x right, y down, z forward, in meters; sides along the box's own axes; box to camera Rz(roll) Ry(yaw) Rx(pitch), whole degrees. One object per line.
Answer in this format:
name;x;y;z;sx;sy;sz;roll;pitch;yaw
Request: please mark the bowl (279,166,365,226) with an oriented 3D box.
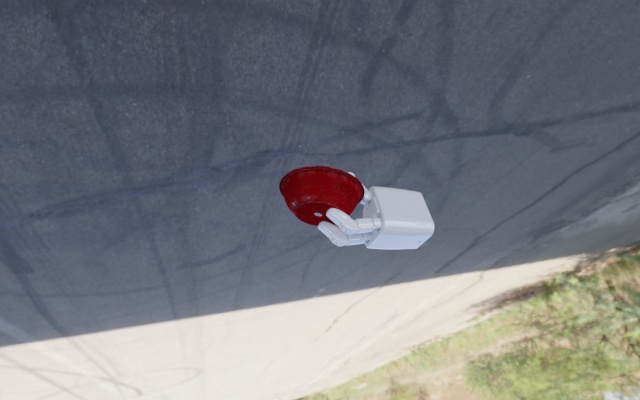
bowl;-0.001;0.003;0.887;0.162;0.055;0.162;4;-30;3
